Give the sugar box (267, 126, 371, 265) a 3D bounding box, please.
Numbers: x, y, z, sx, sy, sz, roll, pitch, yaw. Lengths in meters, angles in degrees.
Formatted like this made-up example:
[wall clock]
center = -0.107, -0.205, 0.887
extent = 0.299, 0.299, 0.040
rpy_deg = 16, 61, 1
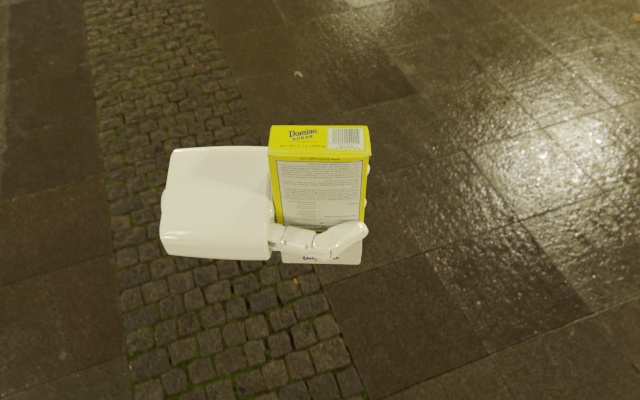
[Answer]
[sugar box]
center = 0.000, 0.001, 0.497
extent = 0.093, 0.048, 0.176
rpy_deg = 1, -38, 1
